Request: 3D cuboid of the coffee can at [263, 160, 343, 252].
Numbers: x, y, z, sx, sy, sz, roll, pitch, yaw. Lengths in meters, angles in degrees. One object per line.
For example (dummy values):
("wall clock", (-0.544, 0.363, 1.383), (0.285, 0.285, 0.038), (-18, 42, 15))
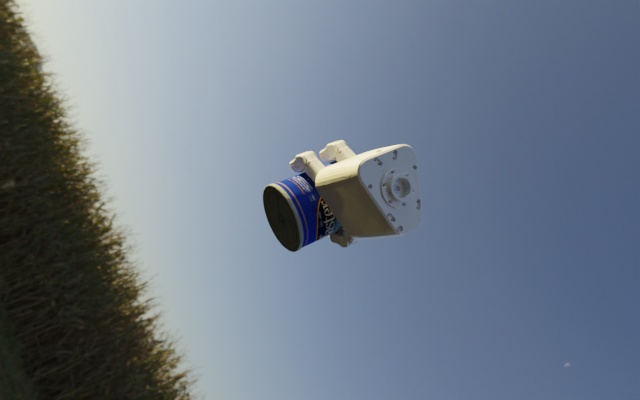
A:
("coffee can", (0.000, 0.002, 0.710), (0.140, 0.103, 0.103), (-23, 11, -27))
